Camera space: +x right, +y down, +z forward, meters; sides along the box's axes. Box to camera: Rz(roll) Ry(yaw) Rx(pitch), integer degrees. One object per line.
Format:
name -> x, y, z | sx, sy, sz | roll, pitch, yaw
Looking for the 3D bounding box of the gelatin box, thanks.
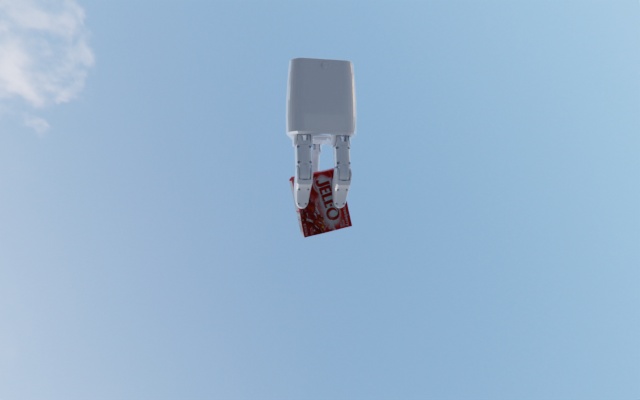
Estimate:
gelatin box -> 0.000, 0.003, 0.692 | 0.073, 0.089, 0.030 | -13, 7, -12
